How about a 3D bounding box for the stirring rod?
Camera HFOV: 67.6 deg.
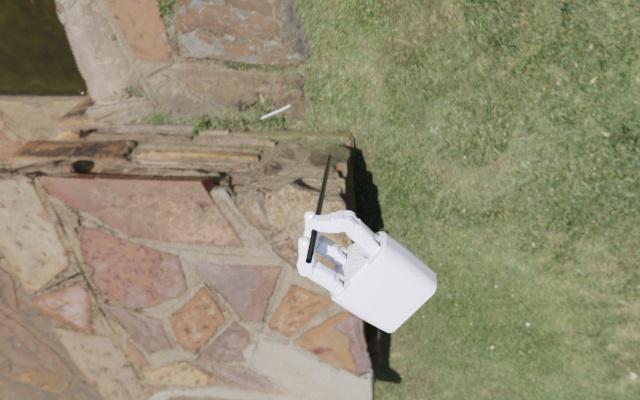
[{"bbox_3d":[0.000,0.002,0.680,0.011,0.011,0.239,0,37,9],"label":"stirring rod"}]
